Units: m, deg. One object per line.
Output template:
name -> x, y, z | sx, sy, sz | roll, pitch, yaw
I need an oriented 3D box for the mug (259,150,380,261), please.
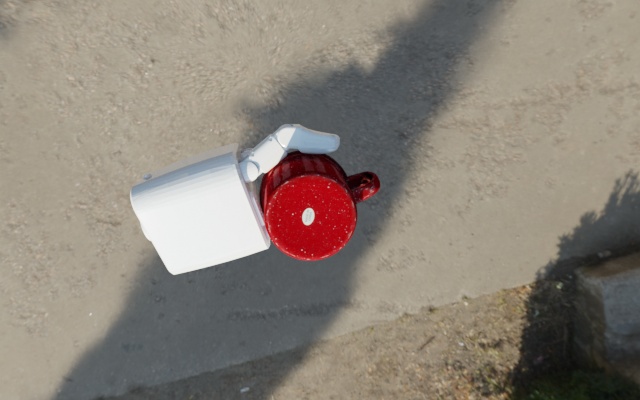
mug -> 0.001, 0.001, 0.445 | 0.117, 0.093, 0.081 | -17, 16, -1
